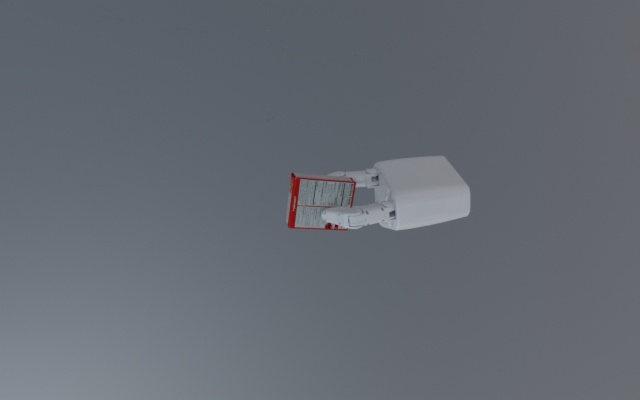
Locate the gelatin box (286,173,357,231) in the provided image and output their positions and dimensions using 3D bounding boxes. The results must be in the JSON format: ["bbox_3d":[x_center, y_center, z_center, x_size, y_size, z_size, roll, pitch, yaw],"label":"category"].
[{"bbox_3d":[0.000,0.002,0.662,0.089,0.073,0.030,3,18,-16],"label":"gelatin box"}]
